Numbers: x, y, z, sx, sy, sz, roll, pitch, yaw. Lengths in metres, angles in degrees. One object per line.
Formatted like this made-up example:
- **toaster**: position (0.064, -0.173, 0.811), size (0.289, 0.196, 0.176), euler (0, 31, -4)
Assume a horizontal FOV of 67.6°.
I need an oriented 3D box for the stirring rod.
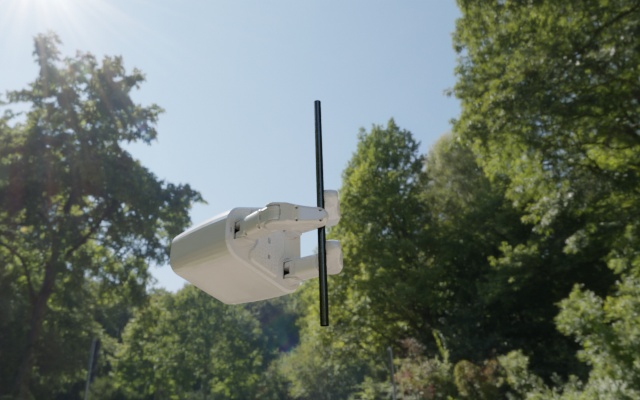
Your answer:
- **stirring rod**: position (0.000, 0.002, 0.472), size (0.011, 0.239, 0.011), euler (-2, -25, -1)
